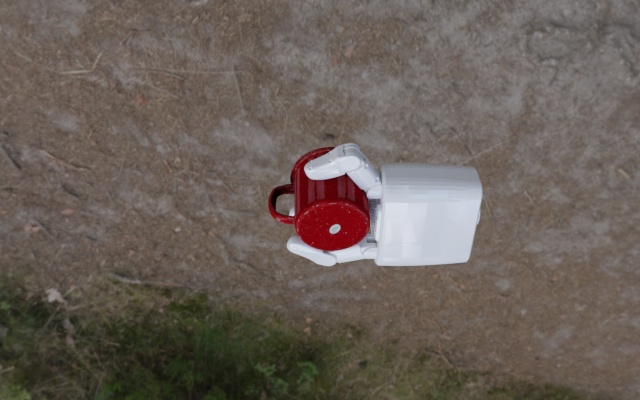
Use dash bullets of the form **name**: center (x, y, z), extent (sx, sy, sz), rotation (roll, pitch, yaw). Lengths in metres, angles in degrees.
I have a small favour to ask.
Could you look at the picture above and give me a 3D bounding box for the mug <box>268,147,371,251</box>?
- **mug**: center (-0.001, 0.002, 0.531), extent (0.117, 0.093, 0.081), rotation (-1, 45, -1)
